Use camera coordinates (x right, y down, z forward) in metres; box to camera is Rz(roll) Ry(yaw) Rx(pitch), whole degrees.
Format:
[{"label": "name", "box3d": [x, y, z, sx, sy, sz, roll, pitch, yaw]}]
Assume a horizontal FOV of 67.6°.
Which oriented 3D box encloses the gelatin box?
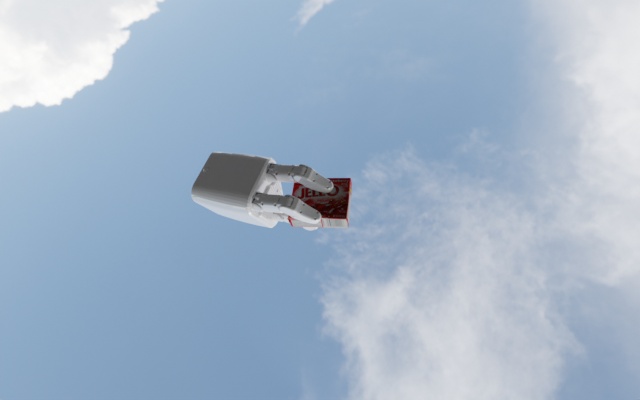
[{"label": "gelatin box", "box3d": [0.001, 0.003, 0.712, 0.089, 0.073, 0.030, 1, -33, 10]}]
